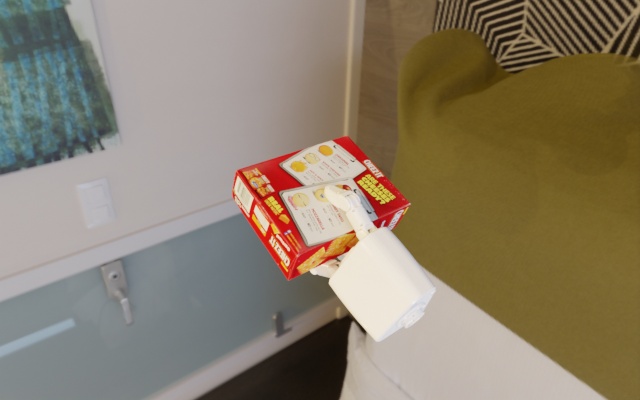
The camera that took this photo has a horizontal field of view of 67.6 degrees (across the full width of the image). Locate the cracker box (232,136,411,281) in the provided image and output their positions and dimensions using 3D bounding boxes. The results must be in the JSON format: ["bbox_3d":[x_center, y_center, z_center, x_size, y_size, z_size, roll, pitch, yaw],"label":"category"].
[{"bbox_3d":[0.000,0.002,0.717,0.213,0.164,0.072,-21,-30,-33],"label":"cracker box"}]
